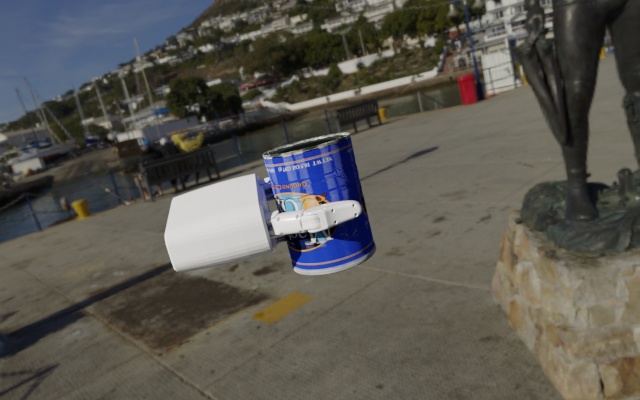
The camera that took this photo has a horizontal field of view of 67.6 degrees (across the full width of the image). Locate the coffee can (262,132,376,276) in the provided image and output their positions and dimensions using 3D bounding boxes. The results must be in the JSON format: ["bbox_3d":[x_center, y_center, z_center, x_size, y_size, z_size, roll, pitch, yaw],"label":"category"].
[{"bbox_3d":[0.000,0.002,0.555,0.103,0.140,0.102,-13,12,3],"label":"coffee can"}]
